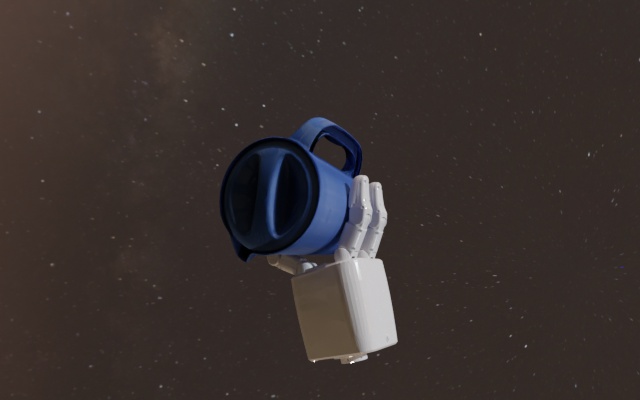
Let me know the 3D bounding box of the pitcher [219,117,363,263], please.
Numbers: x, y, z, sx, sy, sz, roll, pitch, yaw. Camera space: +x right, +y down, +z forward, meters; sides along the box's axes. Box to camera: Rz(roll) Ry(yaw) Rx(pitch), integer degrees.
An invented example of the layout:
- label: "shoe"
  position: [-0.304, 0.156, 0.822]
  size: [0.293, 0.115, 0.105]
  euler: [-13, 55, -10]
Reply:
- label: "pitcher"
  position: [0.000, 0.002, 0.622]
  size: [0.149, 0.145, 0.243]
  euler: [-19, -17, 25]
